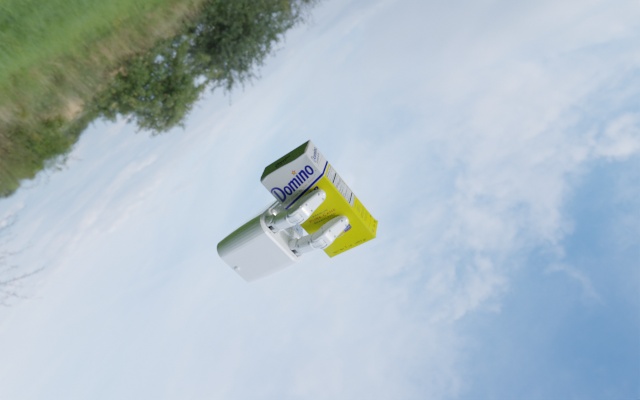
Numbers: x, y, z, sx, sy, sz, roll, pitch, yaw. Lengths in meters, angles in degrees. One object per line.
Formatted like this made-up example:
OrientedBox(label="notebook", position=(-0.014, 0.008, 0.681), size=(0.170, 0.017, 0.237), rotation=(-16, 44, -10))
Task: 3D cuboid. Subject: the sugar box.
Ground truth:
OrientedBox(label="sugar box", position=(0.000, 0.003, 0.721), size=(0.093, 0.176, 0.048), rotation=(-29, 28, 29))
